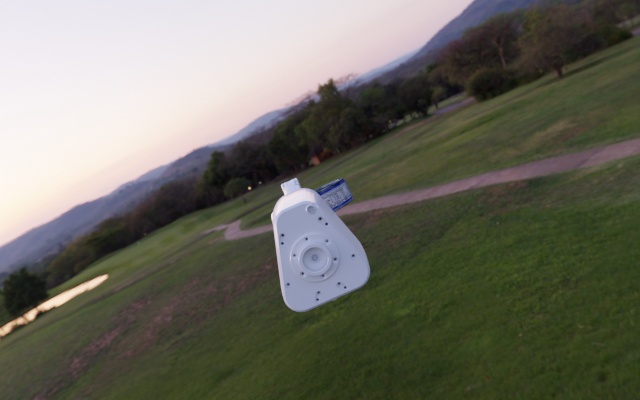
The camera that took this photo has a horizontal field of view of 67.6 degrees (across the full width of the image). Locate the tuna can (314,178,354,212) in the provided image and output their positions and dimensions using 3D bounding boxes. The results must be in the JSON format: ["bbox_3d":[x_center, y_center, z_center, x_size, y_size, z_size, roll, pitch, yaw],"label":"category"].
[{"bbox_3d":[0.000,0.002,0.650,0.086,0.034,0.086,-27,4,2],"label":"tuna can"}]
